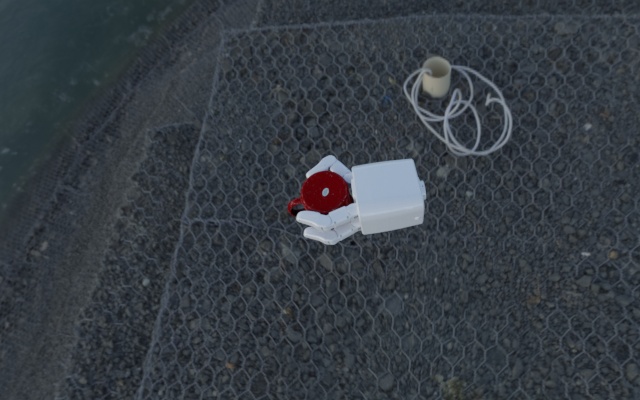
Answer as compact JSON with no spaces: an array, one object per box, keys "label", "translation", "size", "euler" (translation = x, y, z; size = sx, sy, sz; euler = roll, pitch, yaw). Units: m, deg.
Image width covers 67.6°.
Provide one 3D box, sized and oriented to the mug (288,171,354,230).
[{"label":"mug","translation":[-0.001,0.003,0.828],"size":[0.117,0.093,0.081],"euler":[-10,-26,5]}]
